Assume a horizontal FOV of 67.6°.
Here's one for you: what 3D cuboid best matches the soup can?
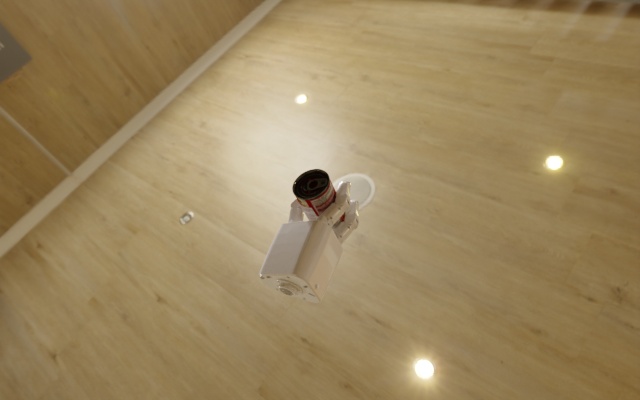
[{"bbox_3d":[0.000,0.003,0.846,0.068,0.068,0.102,0,-39,25],"label":"soup can"}]
